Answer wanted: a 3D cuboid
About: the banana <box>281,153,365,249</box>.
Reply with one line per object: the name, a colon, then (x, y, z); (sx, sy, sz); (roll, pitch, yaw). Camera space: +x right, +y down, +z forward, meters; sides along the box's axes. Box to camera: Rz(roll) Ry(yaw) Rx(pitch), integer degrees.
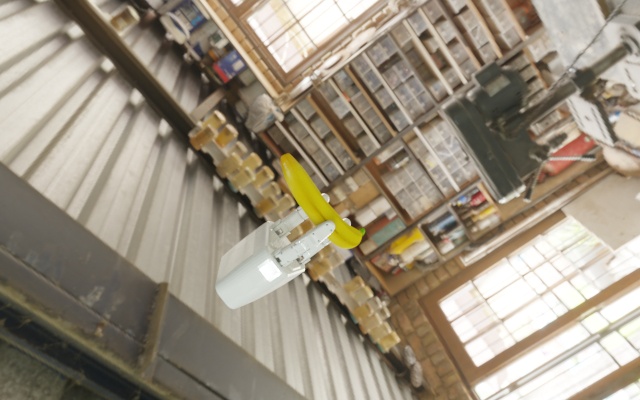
banana: (0.004, 0.015, 0.703); (0.037, 0.198, 0.069); (-34, 32, 16)
